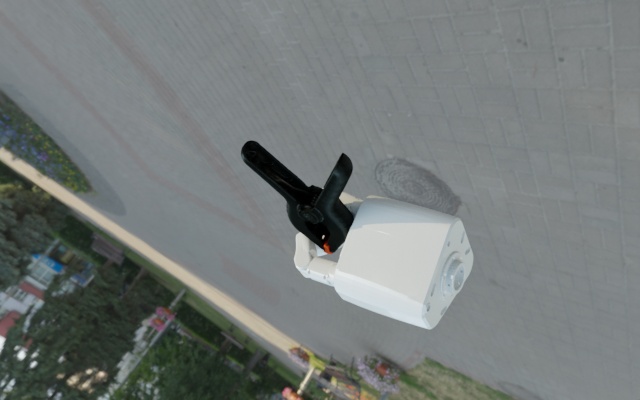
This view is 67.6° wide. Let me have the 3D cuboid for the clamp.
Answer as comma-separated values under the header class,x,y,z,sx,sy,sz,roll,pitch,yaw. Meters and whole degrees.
class,x,y,z,sx,sy,sz,roll,pitch,yaw
clamp,0.000,0.002,0.505,0.120,0.039,0.172,11,-30,37
